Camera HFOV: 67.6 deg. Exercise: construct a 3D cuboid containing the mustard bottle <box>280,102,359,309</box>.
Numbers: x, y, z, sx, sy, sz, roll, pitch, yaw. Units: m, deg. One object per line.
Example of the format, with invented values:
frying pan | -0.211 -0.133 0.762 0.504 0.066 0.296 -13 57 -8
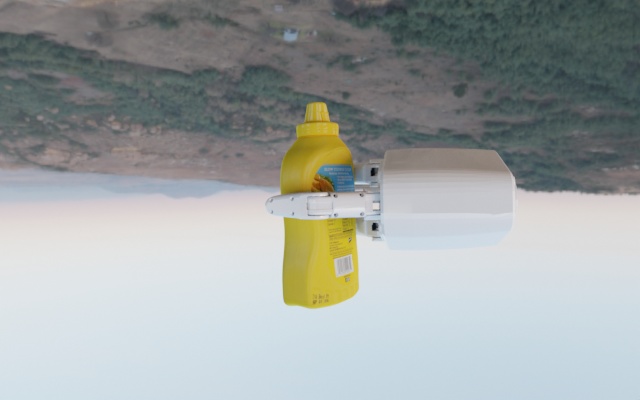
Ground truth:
mustard bottle | 0.000 0.002 0.466 0.058 0.191 0.096 0 3 35
